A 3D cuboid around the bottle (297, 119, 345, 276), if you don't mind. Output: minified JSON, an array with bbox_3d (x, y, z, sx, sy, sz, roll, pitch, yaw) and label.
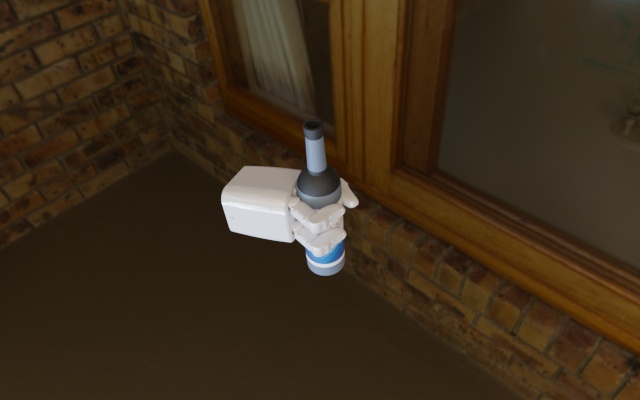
[{"bbox_3d":[0.000,0.003,0.735,0.069,0.069,0.296,0,-44,5],"label":"bottle"}]
